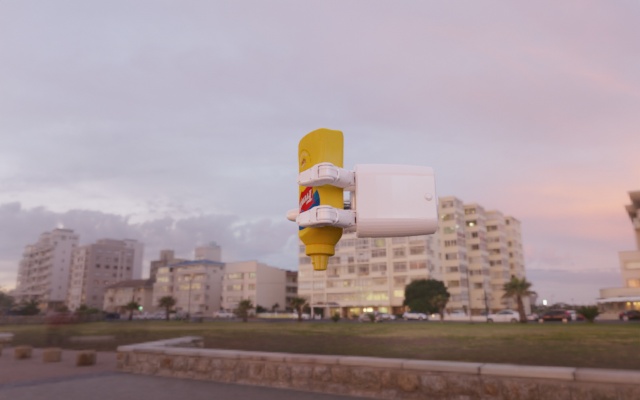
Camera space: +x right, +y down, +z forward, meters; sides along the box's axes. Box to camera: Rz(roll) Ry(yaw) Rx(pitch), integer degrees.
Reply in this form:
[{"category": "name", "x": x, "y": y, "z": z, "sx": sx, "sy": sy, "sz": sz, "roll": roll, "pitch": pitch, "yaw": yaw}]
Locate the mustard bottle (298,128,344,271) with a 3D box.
[{"category": "mustard bottle", "x": 0.000, "y": 0.002, "z": 0.673, "sx": 0.058, "sy": 0.191, "sz": 0.096, "roll": 6, "pitch": -15, "yaw": -24}]
